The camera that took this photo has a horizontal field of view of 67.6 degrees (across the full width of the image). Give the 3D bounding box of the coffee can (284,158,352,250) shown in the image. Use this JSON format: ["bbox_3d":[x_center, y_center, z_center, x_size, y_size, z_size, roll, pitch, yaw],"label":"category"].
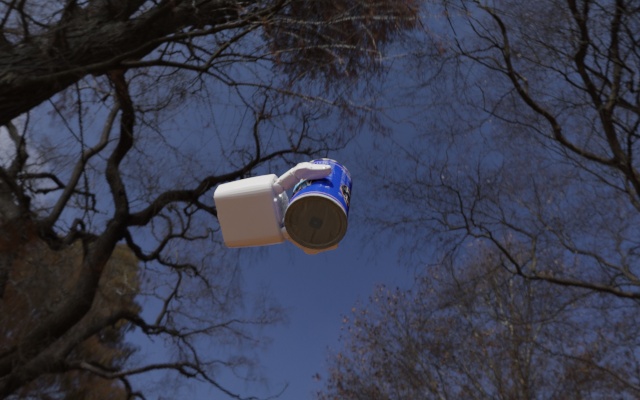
[{"bbox_3d":[0.000,0.003,0.820,0.103,0.103,0.140,0,29,8],"label":"coffee can"}]
